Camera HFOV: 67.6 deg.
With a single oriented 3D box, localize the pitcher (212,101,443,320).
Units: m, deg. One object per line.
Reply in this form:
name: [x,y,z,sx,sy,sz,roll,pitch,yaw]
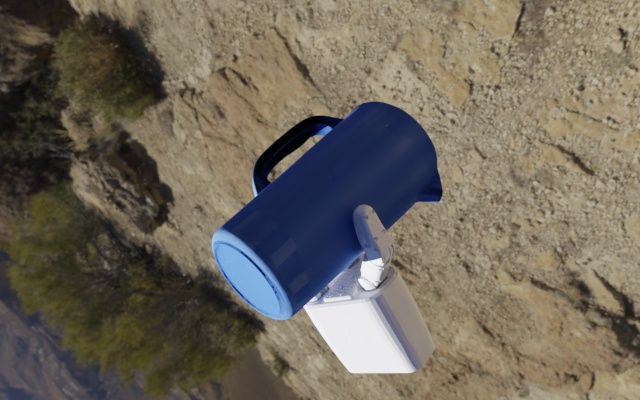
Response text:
pitcher: [0.000,0.002,0.510,0.242,0.145,0.149,-41,21,-32]
